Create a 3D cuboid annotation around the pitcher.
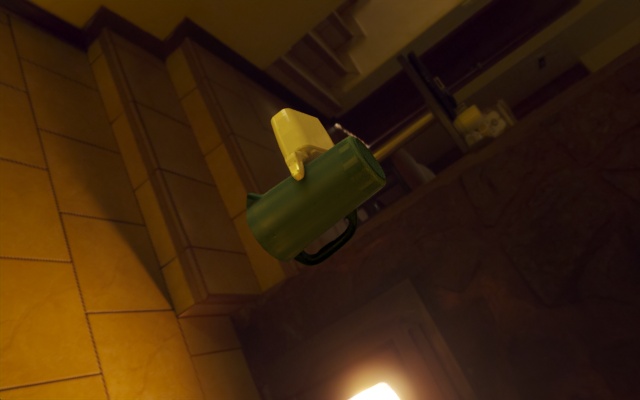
[{"bbox_3d":[0.000,0.003,0.865,0.243,0.145,0.149,-36,-32,17],"label":"pitcher"}]
